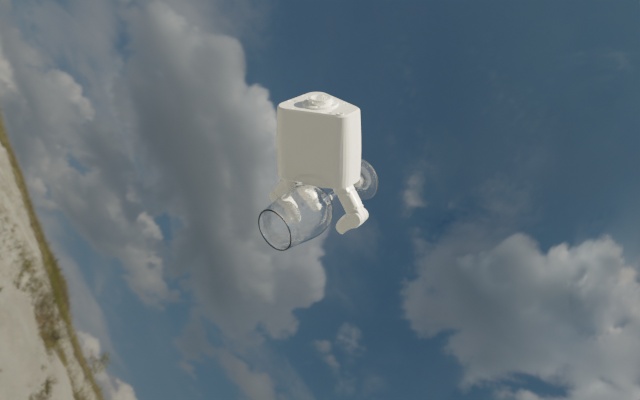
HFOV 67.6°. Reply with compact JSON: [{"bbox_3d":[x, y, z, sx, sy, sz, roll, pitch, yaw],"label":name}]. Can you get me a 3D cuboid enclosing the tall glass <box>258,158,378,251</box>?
[{"bbox_3d":[0.001,0.002,0.708,0.079,0.079,0.201,0,23,43],"label":"tall glass"}]
